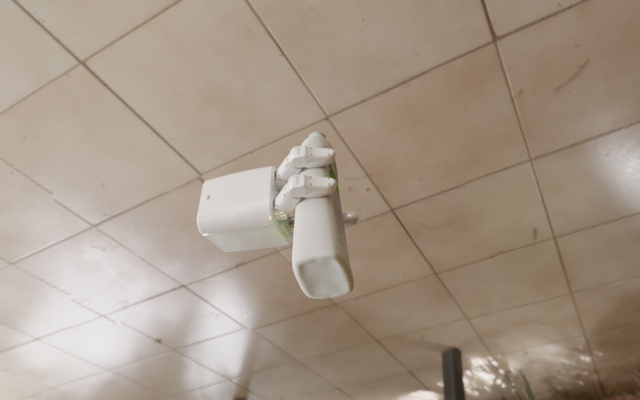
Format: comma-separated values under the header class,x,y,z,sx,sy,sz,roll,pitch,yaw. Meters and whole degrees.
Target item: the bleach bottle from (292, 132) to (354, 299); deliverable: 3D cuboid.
class,x,y,z,sx,sy,sz,roll,pitch,yaw
bleach bottle,0.000,0.002,0.666,0.068,0.250,0.103,-10,-43,9
